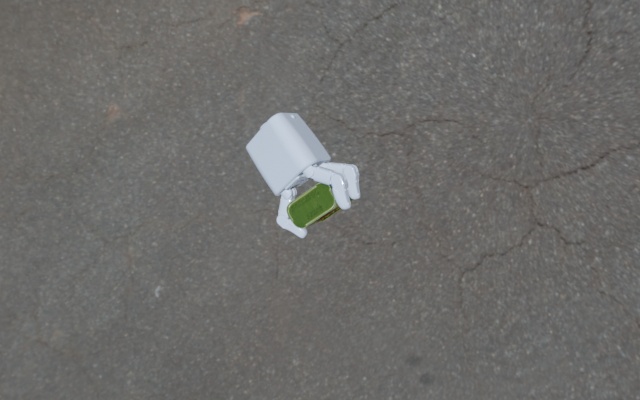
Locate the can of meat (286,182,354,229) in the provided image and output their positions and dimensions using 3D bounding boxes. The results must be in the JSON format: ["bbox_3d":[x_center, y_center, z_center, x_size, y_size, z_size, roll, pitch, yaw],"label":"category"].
[{"bbox_3d":[0.000,0.003,0.840,0.102,0.057,0.084,-35,-6,25],"label":"can of meat"}]
